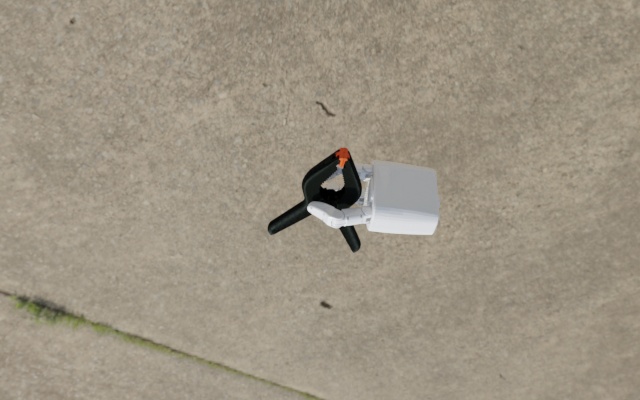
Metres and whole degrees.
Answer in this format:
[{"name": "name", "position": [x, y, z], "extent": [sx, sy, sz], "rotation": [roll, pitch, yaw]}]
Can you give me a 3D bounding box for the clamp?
[{"name": "clamp", "position": [0.000, 0.003, 0.770], "extent": [0.164, 0.210, 0.036], "rotation": [7, 43, -3]}]
